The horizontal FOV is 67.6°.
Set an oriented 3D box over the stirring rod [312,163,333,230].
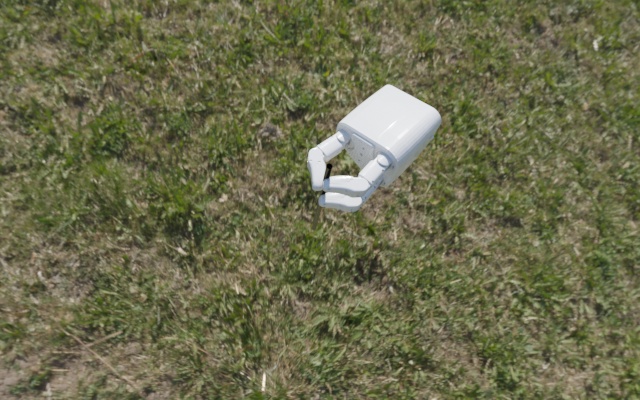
[{"bbox_3d":[0.000,0.002,0.710,0.011,0.011,0.240,0,-22,-6],"label":"stirring rod"}]
